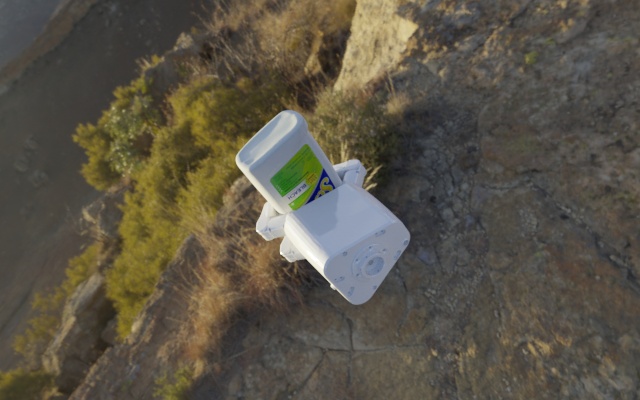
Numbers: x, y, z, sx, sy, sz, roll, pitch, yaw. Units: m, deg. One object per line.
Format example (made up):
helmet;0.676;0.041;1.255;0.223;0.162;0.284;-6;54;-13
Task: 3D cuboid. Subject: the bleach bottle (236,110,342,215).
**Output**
bleach bottle;0.000;0.002;0.651;0.251;0.102;0.068;49;-4;-36
